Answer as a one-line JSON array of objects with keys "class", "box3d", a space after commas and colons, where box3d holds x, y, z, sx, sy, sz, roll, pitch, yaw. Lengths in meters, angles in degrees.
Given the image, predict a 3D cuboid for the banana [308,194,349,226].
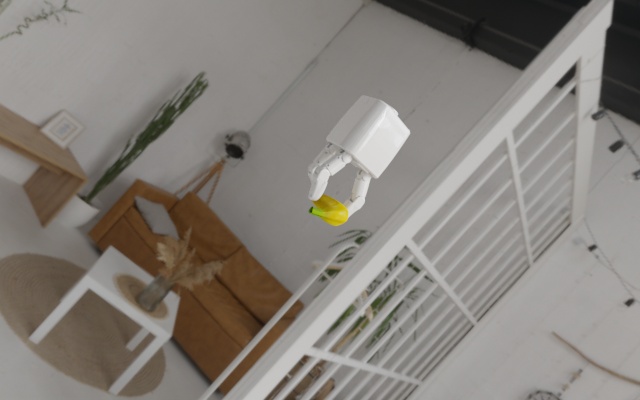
[{"class": "banana", "box3d": [0.016, 0.013, 0.844, 0.069, 0.037, 0.198, 33, 4, -4]}]
